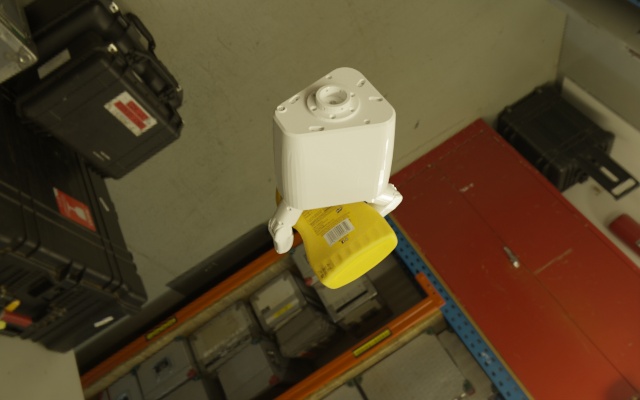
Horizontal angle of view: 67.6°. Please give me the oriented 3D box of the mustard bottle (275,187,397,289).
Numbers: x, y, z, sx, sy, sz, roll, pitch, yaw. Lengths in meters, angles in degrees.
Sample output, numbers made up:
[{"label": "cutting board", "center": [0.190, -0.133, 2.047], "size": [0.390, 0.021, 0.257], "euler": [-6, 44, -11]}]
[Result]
[{"label": "mustard bottle", "center": [0.000, 0.002, 0.564], "size": [0.096, 0.191, 0.058], "euler": [-37, -32, 4]}]
